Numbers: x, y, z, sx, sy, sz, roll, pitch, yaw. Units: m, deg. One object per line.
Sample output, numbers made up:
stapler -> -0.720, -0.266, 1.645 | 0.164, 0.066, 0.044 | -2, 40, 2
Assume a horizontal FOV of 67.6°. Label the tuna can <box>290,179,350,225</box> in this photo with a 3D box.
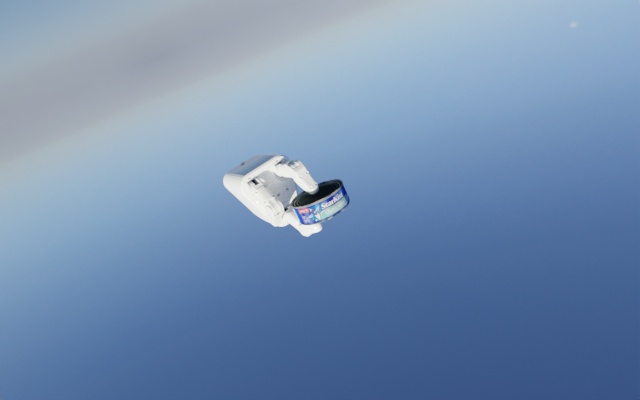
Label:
tuna can -> 0.000, 0.003, 0.722 | 0.086, 0.034, 0.086 | -23, 17, 7
